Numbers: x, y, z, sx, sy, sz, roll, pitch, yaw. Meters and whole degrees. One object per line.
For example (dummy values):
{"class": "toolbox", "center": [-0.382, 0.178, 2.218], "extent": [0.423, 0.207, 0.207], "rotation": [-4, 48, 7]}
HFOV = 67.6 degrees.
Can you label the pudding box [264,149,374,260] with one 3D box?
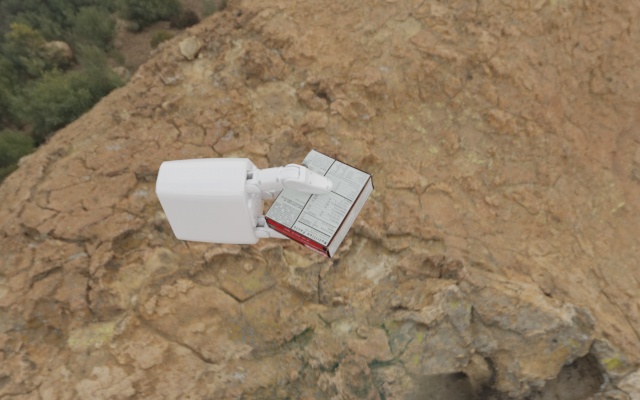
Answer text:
{"class": "pudding box", "center": [0.000, 0.002, 0.577], "extent": [0.090, 0.113, 0.039], "rotation": [26, -20, 19]}
